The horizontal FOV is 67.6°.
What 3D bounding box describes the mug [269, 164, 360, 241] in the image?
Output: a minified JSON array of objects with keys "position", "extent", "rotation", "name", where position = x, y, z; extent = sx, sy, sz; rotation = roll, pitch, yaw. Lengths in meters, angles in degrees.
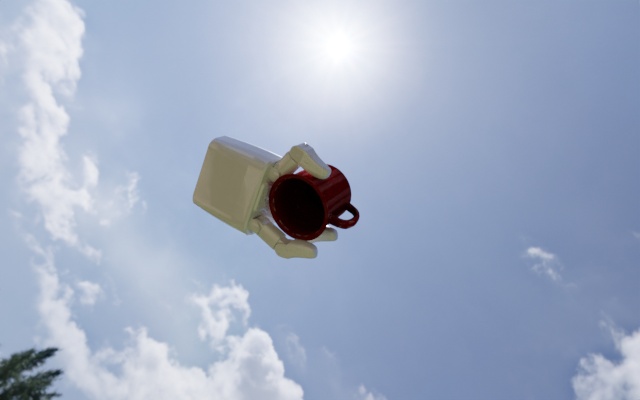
[{"position":[0.001,0.003,0.648],"extent":[0.117,0.093,0.081],"rotation":[25,30,22],"name":"mug"}]
